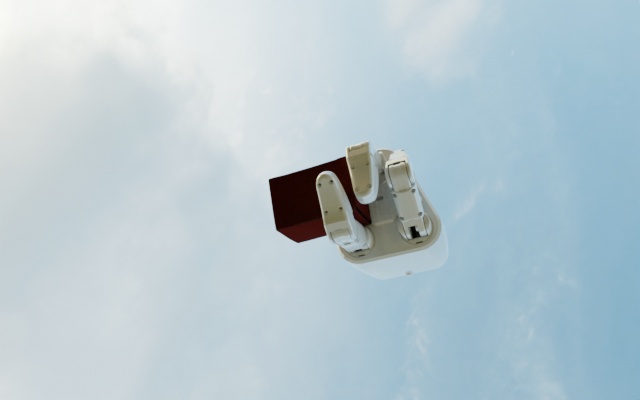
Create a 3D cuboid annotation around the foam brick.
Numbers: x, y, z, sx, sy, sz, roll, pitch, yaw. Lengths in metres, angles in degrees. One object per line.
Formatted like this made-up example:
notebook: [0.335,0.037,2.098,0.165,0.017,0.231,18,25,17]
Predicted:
foam brick: [0.000,0.001,0.439,0.078,0.053,0.051,-15,-22,16]
